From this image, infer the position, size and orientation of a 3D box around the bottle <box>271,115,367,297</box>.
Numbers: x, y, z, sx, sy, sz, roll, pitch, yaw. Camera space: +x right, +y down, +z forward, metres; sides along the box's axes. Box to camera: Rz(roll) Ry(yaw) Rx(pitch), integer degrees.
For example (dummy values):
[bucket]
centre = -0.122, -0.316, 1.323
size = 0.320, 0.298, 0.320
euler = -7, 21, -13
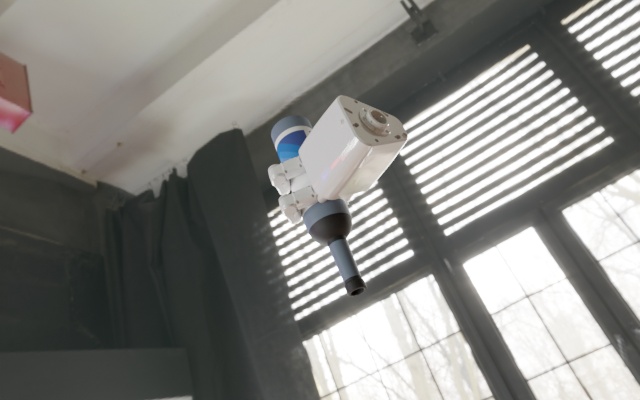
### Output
[bottle]
centre = 0.000, 0.002, 0.694
size = 0.069, 0.295, 0.069
euler = -16, -32, -10
